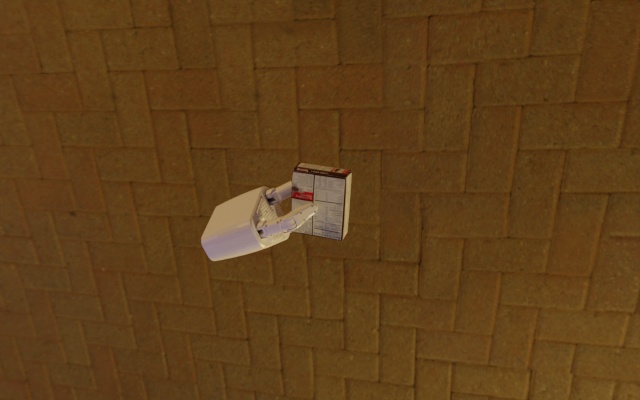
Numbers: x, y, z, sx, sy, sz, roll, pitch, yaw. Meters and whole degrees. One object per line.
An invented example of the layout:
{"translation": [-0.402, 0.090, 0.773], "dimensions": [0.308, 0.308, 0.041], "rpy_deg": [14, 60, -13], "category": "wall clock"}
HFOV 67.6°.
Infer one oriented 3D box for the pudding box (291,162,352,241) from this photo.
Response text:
{"translation": [0.000, 0.003, 0.756], "dimensions": [0.090, 0.113, 0.039], "rpy_deg": [9, 27, 13], "category": "pudding box"}
